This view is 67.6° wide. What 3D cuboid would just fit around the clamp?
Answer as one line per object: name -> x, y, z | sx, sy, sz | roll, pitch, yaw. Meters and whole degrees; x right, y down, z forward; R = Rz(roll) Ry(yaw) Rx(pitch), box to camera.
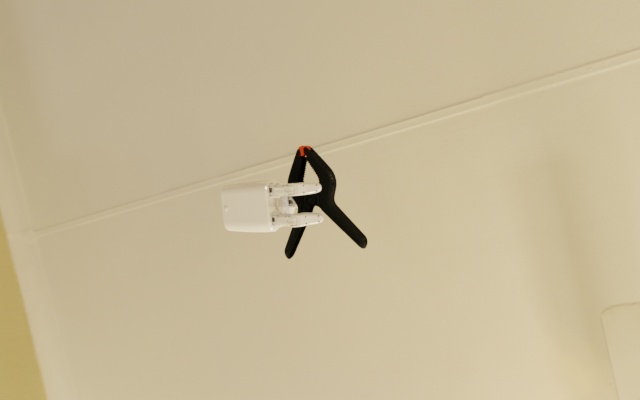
clamp -> 0.000, 0.002, 0.872 | 0.164, 0.210, 0.036 | -3, 5, 22
